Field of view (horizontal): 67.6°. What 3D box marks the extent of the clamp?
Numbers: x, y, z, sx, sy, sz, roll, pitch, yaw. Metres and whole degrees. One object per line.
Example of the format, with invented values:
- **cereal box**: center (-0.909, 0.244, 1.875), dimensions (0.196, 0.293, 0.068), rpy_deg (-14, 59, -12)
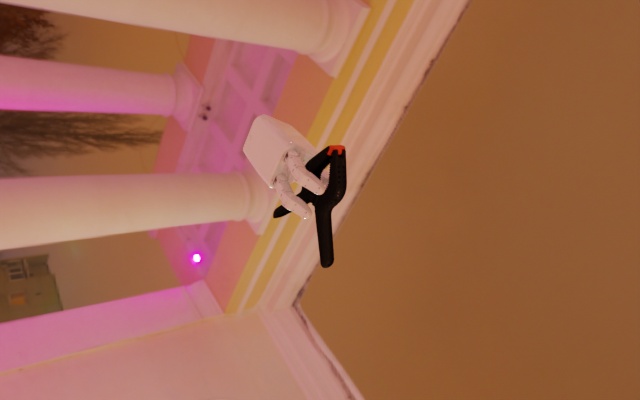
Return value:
- **clamp**: center (0.001, 0.002, 0.831), dimensions (0.036, 0.210, 0.164), rpy_deg (-10, 48, -45)
